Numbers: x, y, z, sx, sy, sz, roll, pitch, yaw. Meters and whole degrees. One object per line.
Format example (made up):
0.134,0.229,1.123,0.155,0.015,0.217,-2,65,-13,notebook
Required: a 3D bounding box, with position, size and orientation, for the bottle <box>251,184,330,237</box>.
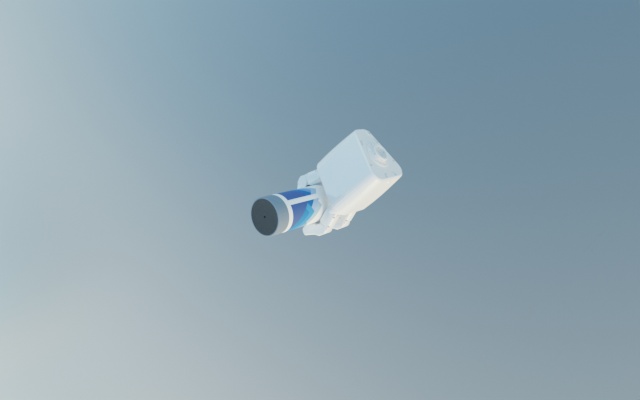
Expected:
0.000,0.003,0.892,0.069,0.069,0.295,0,9,39,bottle
